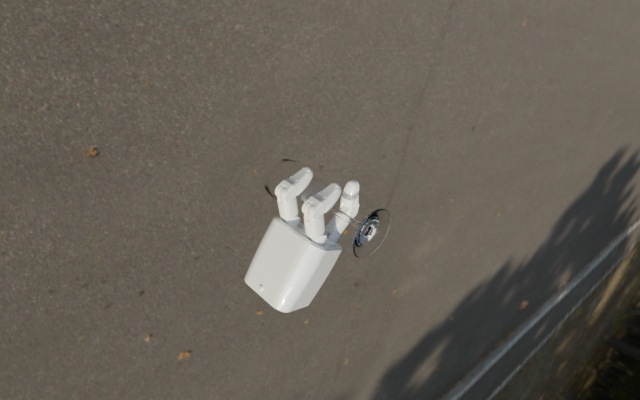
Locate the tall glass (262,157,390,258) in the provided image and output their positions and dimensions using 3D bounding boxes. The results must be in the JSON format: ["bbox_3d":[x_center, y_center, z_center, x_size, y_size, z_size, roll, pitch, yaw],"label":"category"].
[{"bbox_3d":[0.001,0.002,0.691,0.201,0.079,0.079,32,20,36],"label":"tall glass"}]
